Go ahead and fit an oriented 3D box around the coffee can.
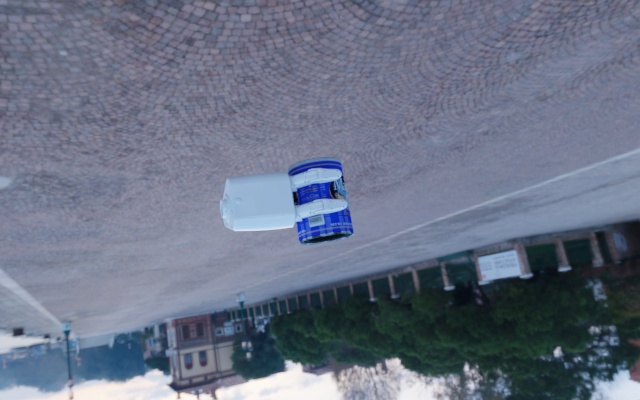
[{"bbox_3d":[0.000,0.003,0.877,0.103,0.140,0.103,-9,-12,-2],"label":"coffee can"}]
